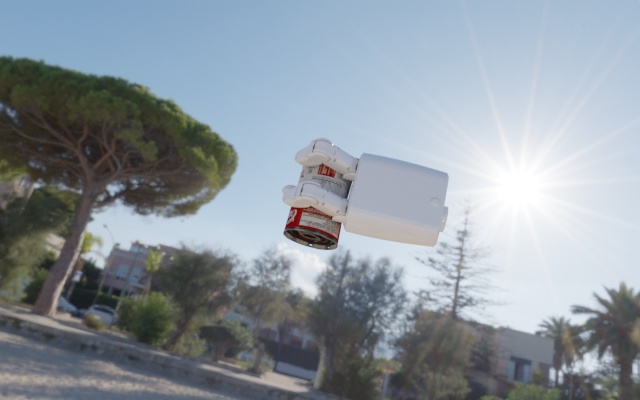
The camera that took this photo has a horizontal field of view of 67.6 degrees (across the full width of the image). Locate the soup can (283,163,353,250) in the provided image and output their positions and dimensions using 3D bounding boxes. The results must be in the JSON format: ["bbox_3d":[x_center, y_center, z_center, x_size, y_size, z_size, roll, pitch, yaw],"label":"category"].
[{"bbox_3d":[0.000,0.002,0.589,0.068,0.102,0.068,13,-20,5],"label":"soup can"}]
